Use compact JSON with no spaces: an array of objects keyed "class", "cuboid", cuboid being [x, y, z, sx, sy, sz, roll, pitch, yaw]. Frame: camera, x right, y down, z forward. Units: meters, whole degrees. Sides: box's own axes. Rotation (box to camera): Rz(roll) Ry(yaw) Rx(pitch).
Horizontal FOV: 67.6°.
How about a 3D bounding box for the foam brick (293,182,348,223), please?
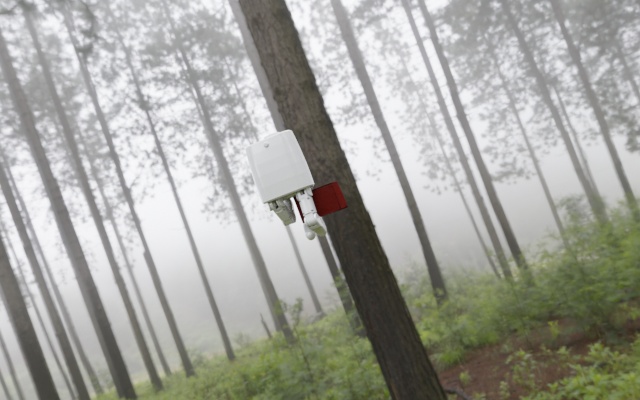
[{"class":"foam brick","cuboid":[0.000,0.003,0.855,0.078,0.051,0.053,-20,-2,14]}]
